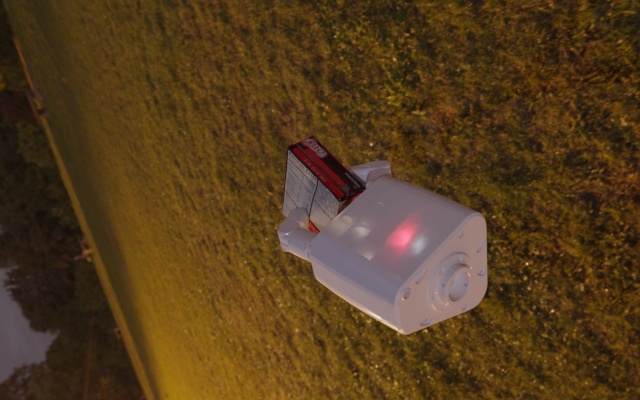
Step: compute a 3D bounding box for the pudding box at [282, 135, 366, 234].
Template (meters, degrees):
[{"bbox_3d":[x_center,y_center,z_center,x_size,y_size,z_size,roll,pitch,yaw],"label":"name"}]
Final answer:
[{"bbox_3d":[0.000,0.002,0.508,0.039,0.090,0.114,-26,-32,-28],"label":"pudding box"}]
